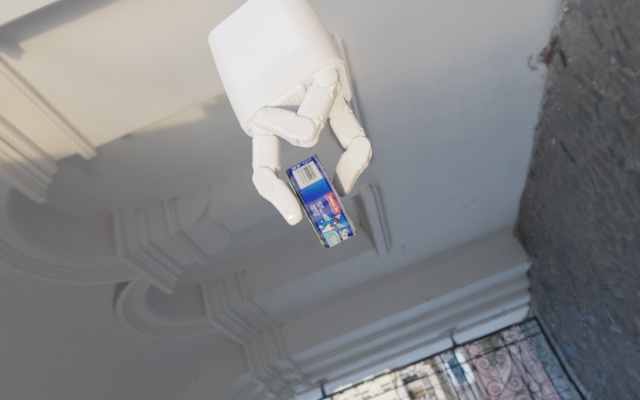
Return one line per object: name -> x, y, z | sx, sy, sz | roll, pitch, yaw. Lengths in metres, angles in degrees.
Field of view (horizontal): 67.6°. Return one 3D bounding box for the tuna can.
tuna can -> 0.000, 0.002, 0.452 | 0.034, 0.086, 0.086 | -28, 0, -1
